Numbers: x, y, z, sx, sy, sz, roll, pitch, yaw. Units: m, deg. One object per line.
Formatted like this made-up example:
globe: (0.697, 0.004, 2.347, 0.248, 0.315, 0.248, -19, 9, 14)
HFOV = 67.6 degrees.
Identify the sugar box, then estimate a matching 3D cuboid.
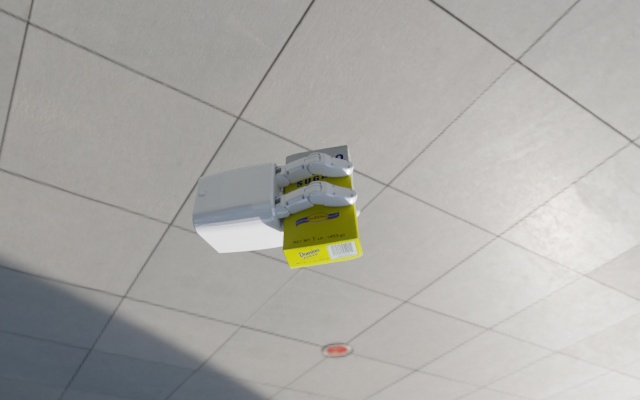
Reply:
sugar box: (0.000, 0.002, 0.630, 0.093, 0.176, 0.048, -10, -43, 6)
